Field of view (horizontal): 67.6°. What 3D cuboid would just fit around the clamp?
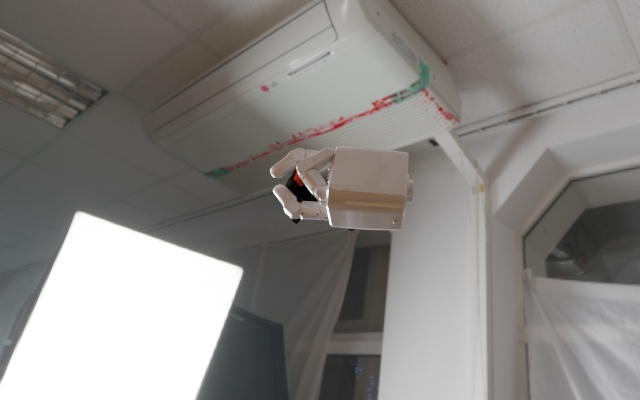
[{"bbox_3d":[0.000,0.002,0.763,0.120,0.039,0.171,5,-25,9],"label":"clamp"}]
